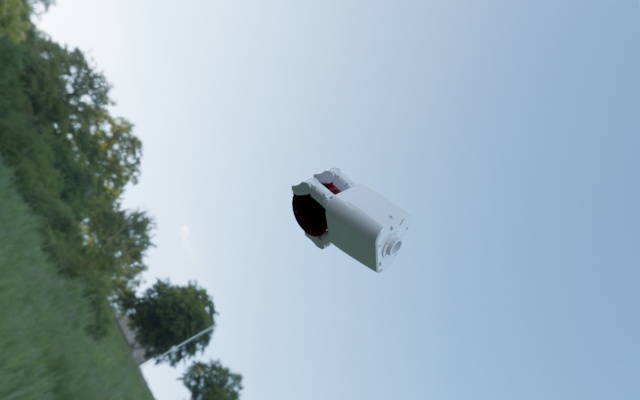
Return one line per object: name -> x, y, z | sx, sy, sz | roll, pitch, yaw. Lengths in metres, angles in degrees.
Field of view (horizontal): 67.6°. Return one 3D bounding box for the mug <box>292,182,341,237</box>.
mug -> -0.001, 0.002, 0.875 | 0.081, 0.093, 0.117 | -23, 46, -40
